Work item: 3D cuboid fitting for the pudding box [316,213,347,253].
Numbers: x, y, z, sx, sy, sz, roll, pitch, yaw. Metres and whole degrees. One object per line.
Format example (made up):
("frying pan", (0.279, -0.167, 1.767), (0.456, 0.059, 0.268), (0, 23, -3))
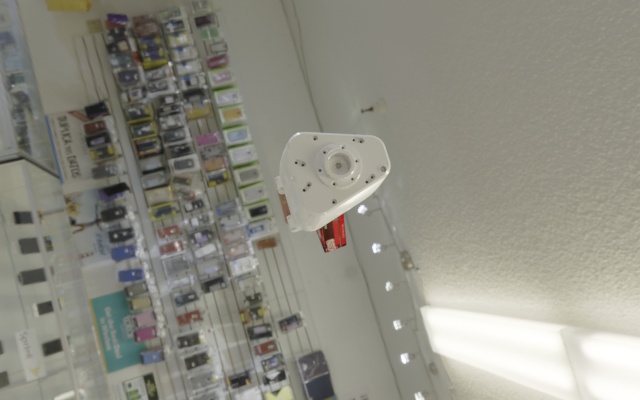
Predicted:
("pudding box", (0.000, 0.002, 0.662), (0.039, 0.113, 0.090), (-16, -36, -7))
